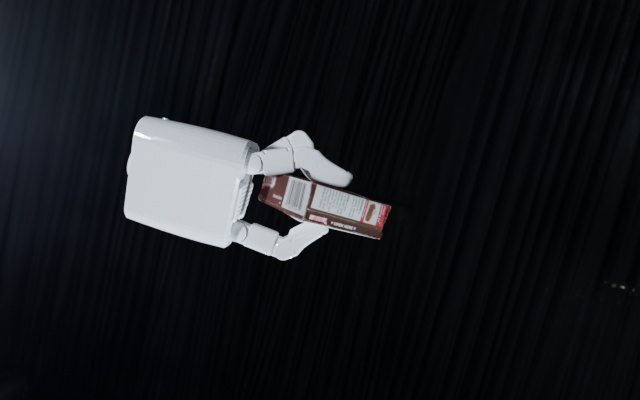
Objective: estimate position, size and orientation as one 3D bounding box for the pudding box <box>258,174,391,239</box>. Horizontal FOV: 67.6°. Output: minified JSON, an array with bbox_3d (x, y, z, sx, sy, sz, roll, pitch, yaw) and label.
[{"bbox_3d":[0.000,0.002,0.477,0.090,0.039,0.113,15,4,-29],"label":"pudding box"}]
